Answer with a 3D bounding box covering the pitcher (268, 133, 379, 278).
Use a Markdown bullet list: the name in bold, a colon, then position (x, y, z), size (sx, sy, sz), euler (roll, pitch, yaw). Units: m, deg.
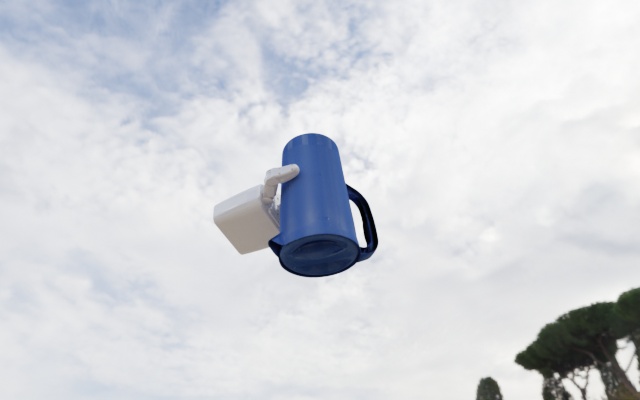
- **pitcher**: position (0.000, 0.003, 0.833), size (0.145, 0.242, 0.149), euler (-22, -40, 20)
